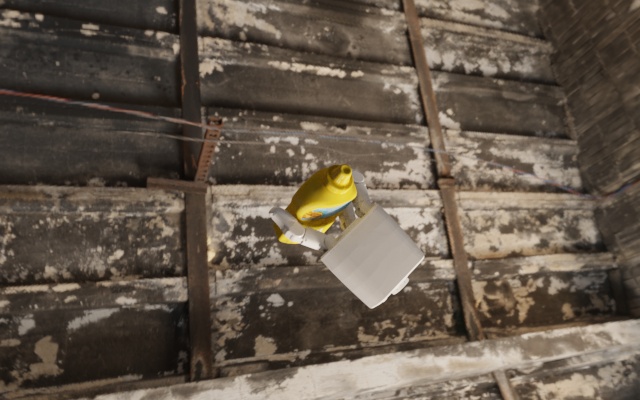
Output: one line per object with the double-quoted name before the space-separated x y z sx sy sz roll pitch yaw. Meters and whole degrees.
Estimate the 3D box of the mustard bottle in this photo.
"mustard bottle" 0.000 0.002 0.705 0.096 0.058 0.192 -12 -21 -28
